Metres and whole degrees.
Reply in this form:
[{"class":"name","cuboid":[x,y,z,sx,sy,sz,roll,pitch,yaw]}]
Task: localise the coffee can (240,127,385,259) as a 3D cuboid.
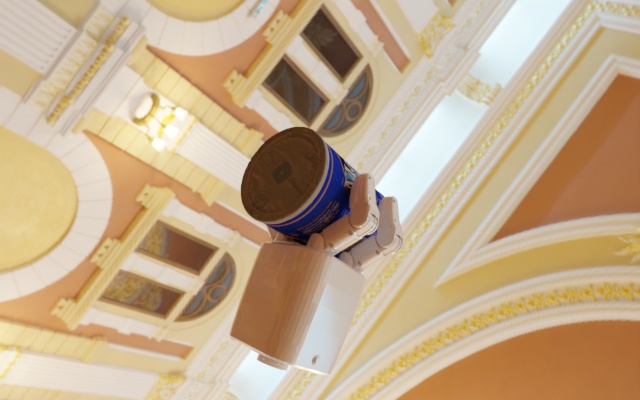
[{"class":"coffee can","cuboid":[0.000,0.001,0.506,0.103,0.102,0.140,0,-24,37]}]
